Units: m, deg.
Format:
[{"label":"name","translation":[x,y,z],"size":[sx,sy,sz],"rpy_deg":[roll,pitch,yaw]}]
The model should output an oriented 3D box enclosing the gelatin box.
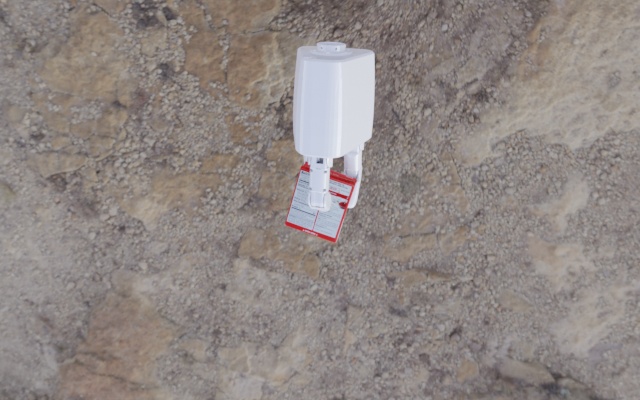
[{"label":"gelatin box","translation":[0.000,0.003,0.625],"size":[0.073,0.089,0.030],"rpy_deg":[19,23,4]}]
